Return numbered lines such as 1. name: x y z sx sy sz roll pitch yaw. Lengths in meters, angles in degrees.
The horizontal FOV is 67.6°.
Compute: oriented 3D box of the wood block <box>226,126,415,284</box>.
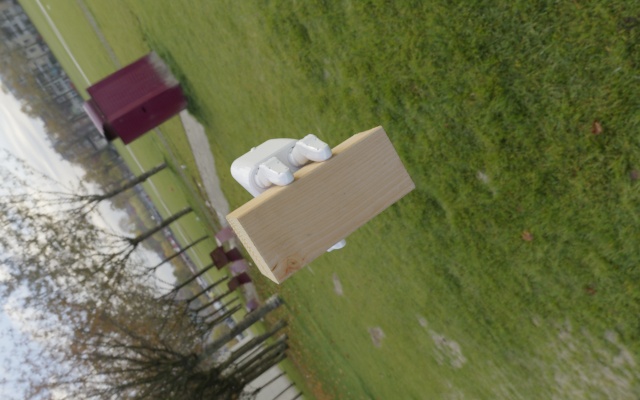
1. wood block: 0.000 0.002 0.591 0.206 0.091 0.090 -34 10 -17
